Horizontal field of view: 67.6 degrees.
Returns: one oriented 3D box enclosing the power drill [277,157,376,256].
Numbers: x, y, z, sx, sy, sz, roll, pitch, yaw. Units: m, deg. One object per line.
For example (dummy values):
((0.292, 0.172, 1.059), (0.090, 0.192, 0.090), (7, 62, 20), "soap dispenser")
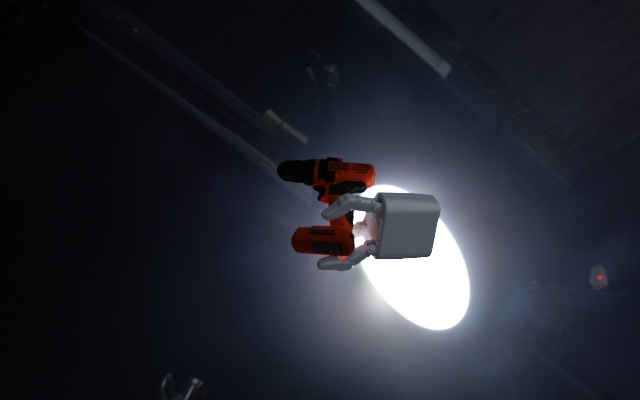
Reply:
((0.000, 0.003, 0.846), (0.184, 0.187, 0.057), (3, -35, 10), "power drill")
